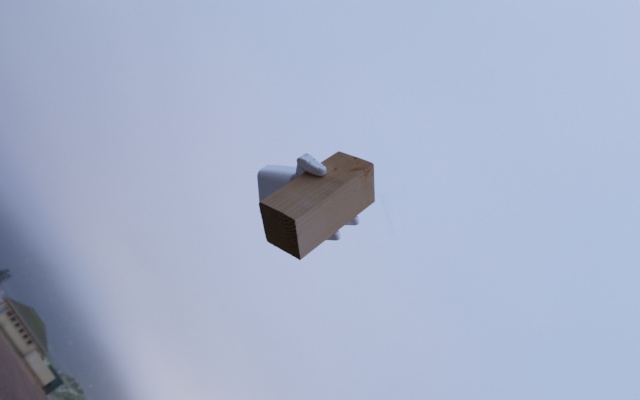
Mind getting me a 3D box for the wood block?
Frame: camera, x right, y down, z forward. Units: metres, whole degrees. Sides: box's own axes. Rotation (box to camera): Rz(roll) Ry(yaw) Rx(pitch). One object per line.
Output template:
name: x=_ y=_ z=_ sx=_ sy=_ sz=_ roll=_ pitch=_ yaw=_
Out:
wood block: x=0.000 y=0.002 z=0.861 sx=0.090 sy=0.091 sz=0.206 roll=24 pitch=46 yaw=36
